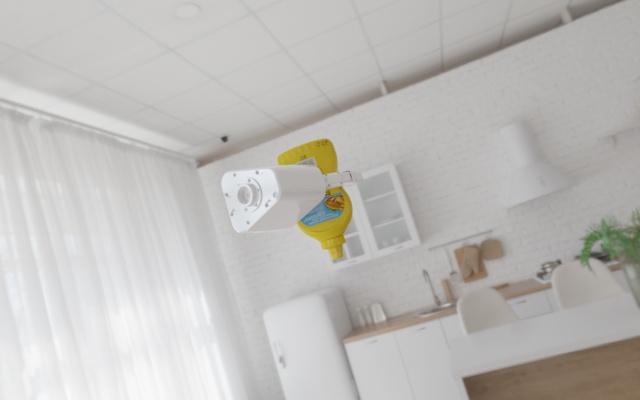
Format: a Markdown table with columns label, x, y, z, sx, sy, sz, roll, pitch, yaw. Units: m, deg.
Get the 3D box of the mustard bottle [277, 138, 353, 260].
| label | x | y | z | sx | sy | sz | roll | pitch | yaw |
| --- | --- | --- | --- | --- | --- | --- | --- | --- | --- |
| mustard bottle | 0.000 | 0.002 | 0.777 | 0.096 | 0.191 | 0.058 | -19 | -8 | 9 |
